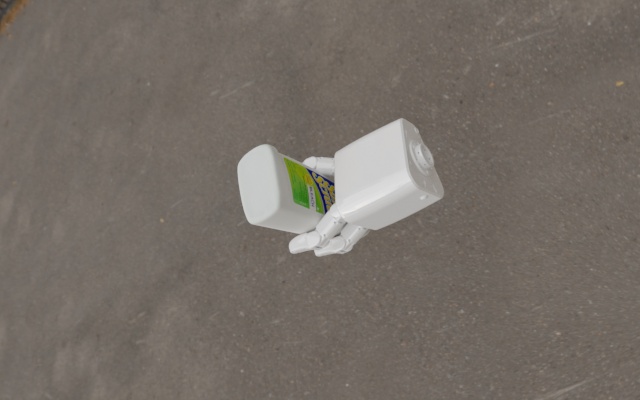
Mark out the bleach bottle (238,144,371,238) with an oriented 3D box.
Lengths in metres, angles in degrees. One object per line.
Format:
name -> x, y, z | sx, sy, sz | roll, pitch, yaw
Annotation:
bleach bottle -> 0.000, 0.002, 0.681 | 0.068, 0.102, 0.251 | -27, -26, 32
